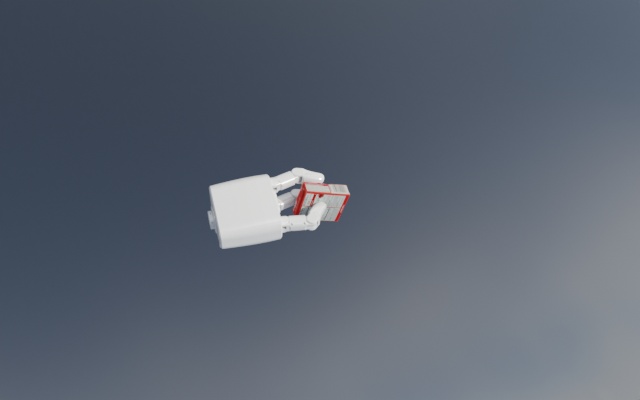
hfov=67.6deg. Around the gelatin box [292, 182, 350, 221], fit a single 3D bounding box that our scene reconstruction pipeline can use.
[{"bbox_3d":[0.001,0.003,0.881,0.089,0.030,0.073,3,-46,-21],"label":"gelatin box"}]
